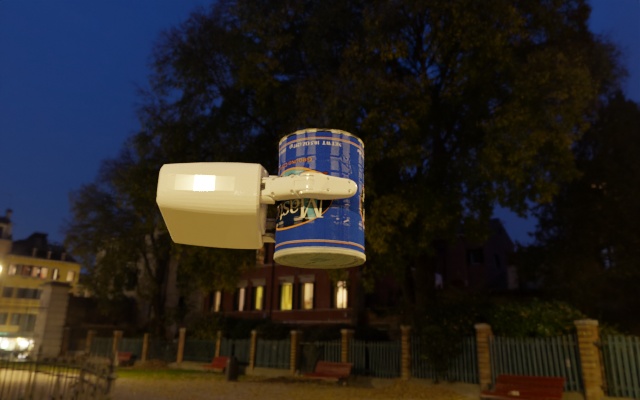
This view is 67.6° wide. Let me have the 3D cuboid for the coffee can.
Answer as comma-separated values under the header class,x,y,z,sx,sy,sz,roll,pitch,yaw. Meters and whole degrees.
class,x,y,z,sx,sy,sz,roll,pitch,yaw
coffee can,0.000,0.002,0.554,0.103,0.140,0.103,1,-17,0
